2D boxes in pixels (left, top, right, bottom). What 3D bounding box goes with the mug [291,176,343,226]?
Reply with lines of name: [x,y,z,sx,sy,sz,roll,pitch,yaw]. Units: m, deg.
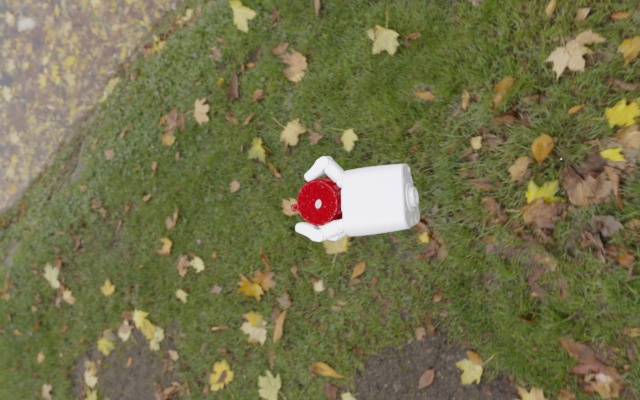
mug: [-0.001,0.003,0.857,0.117,0.093,0.081,-9,1,26]
